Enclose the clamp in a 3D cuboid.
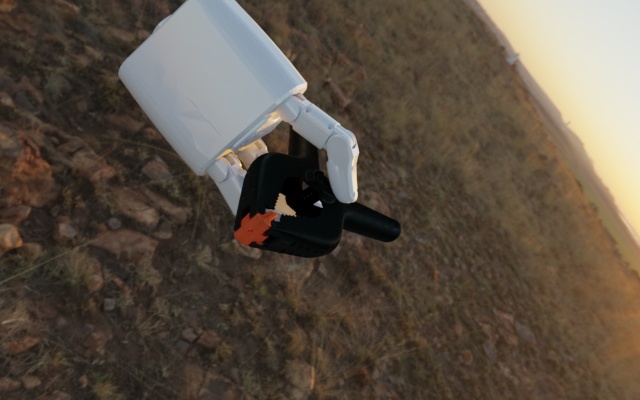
[{"bbox_3d":[0.000,0.001,0.409,0.036,0.164,0.210,-40,4,27],"label":"clamp"}]
